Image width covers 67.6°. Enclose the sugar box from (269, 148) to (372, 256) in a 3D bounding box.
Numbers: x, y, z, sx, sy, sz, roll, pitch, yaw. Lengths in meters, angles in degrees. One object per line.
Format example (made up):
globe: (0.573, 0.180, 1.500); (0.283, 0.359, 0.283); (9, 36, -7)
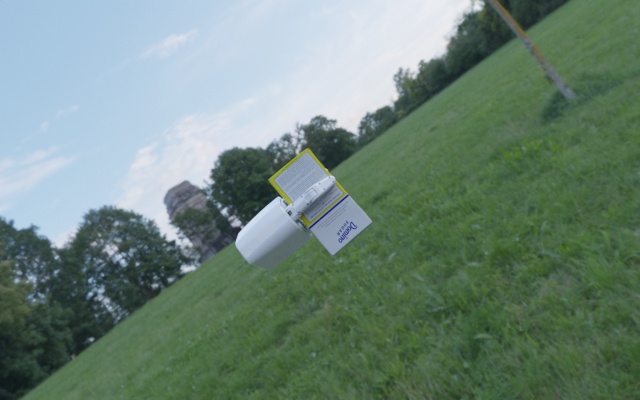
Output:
sugar box: (0.000, 0.003, 0.845); (0.093, 0.176, 0.048); (-40, -5, -1)
